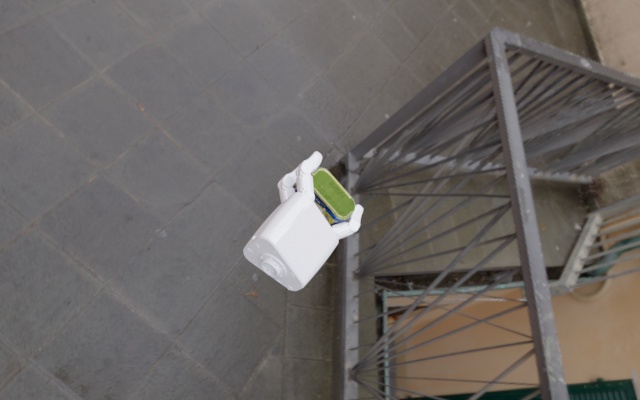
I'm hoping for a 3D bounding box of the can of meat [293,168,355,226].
[{"bbox_3d":[0.000,0.003,0.824,0.057,0.102,0.084,-46,6,-38],"label":"can of meat"}]
